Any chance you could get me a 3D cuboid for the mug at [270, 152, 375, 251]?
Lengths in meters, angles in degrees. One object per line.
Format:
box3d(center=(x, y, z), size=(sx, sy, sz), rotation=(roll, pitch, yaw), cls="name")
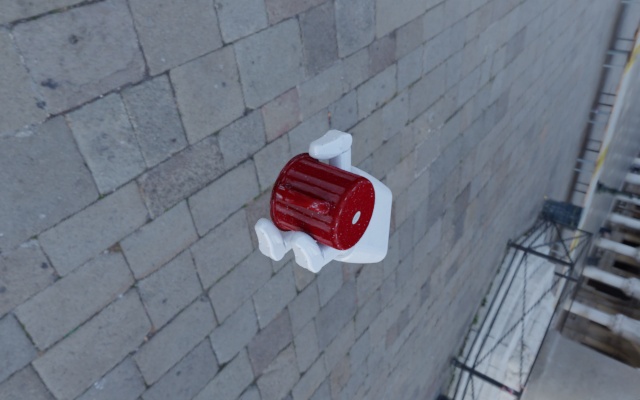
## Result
box3d(center=(0.000, 0.001, 0.503), size=(0.081, 0.093, 0.117), rotation=(21, 2, 30), cls="mug")
